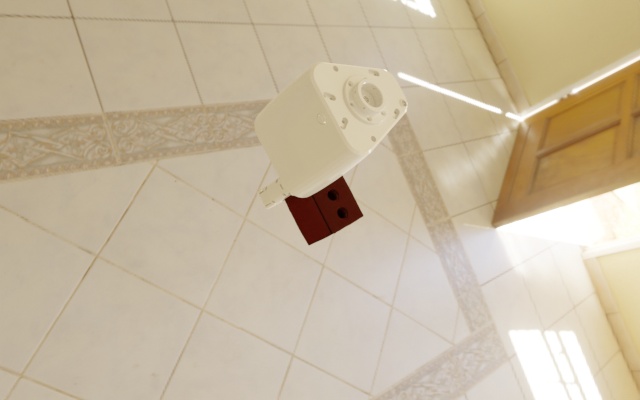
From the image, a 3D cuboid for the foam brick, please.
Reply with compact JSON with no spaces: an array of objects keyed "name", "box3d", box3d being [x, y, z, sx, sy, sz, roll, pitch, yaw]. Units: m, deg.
[{"name":"foam brick","box3d":[0.000,0.002,0.534,0.053,0.078,0.051,-27,-2,-39]}]
